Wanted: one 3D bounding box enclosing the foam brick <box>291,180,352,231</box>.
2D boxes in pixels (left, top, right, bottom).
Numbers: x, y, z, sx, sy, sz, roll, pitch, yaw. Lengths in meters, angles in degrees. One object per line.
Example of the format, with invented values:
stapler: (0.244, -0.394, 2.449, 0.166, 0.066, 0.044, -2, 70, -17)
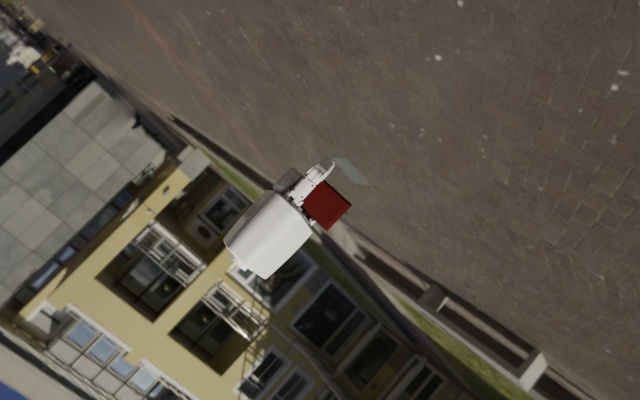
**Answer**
foam brick: (0.000, 0.002, 0.723, 0.078, 0.051, 0.053, 42, -8, 5)
